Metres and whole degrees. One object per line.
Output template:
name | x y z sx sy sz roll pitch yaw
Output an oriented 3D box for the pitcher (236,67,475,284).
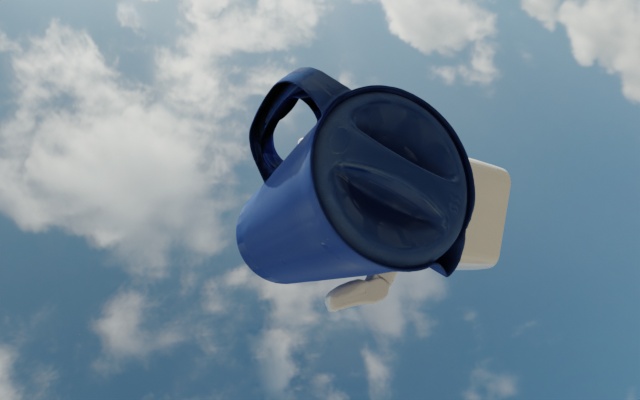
pitcher | 0.000 0.001 0.425 0.145 0.149 0.243 8 -17 -24
